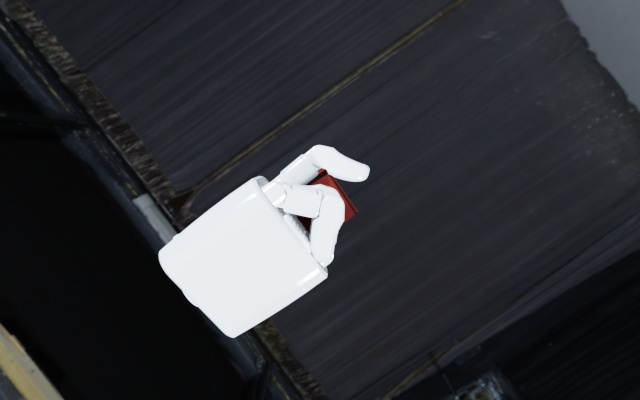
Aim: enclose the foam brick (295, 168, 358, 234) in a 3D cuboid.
[{"bbox_3d":[0.000,0.002,0.492,0.051,0.053,0.078,-36,5,3],"label":"foam brick"}]
